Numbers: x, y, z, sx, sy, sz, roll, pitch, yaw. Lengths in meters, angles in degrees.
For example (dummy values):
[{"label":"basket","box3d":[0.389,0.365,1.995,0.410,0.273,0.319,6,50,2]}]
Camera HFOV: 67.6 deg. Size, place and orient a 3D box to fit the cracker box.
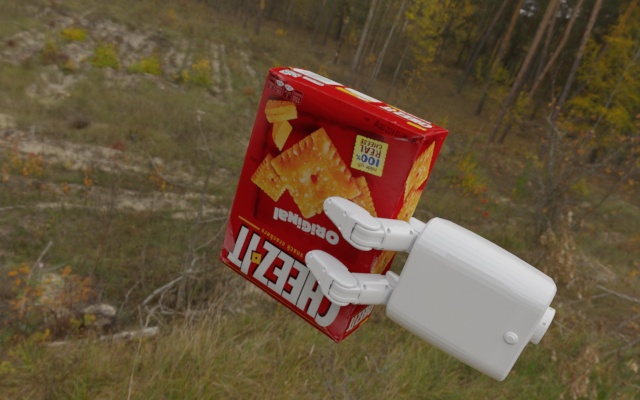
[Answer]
[{"label":"cracker box","box3d":[0.000,0.001,0.459,0.164,0.214,0.072,30,24,24]}]
